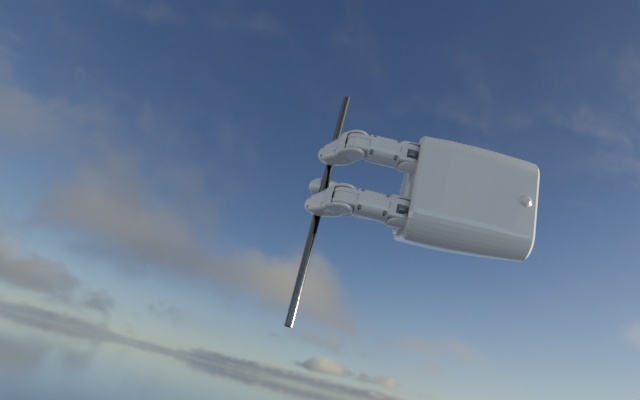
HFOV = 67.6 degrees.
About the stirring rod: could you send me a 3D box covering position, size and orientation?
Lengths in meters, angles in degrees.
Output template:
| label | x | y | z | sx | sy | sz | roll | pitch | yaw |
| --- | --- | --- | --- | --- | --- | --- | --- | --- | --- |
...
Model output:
| label | x | y | z | sx | sy | sz | roll | pitch | yaw |
| --- | --- | --- | --- | --- | --- | --- | --- | --- | --- |
| stirring rod | 0.000 | 0.002 | 0.459 | 0.011 | 0.239 | 0.011 | 13 | -21 | 5 |
